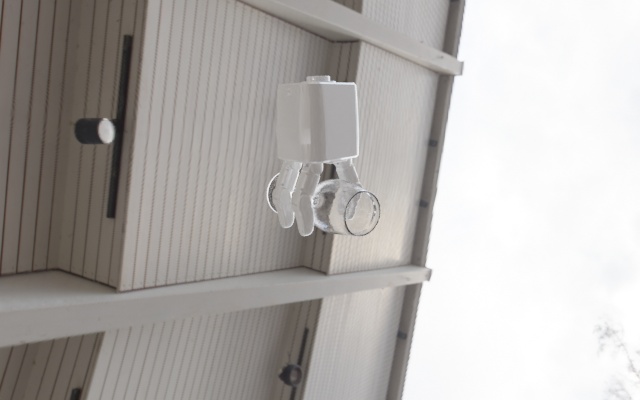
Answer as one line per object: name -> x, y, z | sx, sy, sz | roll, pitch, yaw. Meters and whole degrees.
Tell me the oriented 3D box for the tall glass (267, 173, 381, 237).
tall glass -> 0.000, 0.002, 0.708 | 0.079, 0.079, 0.201 | 0, 9, -35
